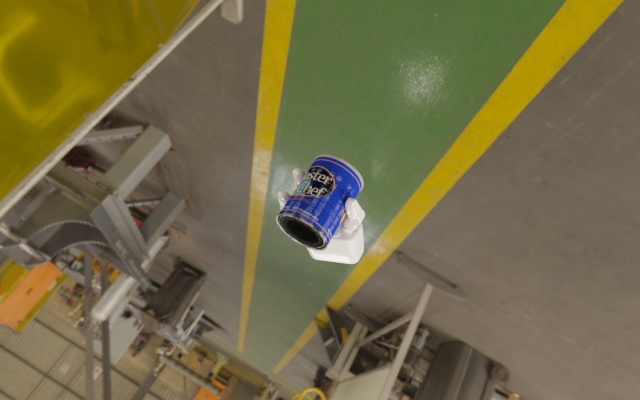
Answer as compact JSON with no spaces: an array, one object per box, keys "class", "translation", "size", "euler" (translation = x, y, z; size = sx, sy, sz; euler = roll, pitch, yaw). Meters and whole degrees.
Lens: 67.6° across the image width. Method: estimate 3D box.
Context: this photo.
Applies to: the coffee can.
[{"class":"coffee can","translation":[0.000,0.003,0.848],"size":[0.103,0.140,0.103],"euler":[26,-26,14]}]
